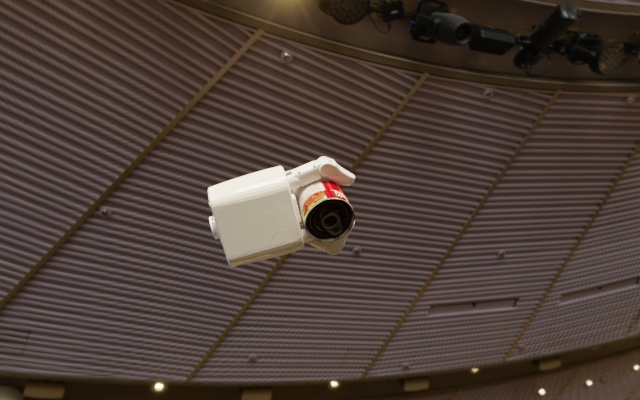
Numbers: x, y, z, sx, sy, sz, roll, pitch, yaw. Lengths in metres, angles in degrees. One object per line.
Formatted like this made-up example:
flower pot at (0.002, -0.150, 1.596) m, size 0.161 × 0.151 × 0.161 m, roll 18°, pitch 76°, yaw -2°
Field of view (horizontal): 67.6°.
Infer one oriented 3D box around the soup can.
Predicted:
soup can at (0.000, 0.002, 0.664) m, size 0.068 × 0.068 × 0.102 m, roll 0°, pitch 30°, yaw -17°
